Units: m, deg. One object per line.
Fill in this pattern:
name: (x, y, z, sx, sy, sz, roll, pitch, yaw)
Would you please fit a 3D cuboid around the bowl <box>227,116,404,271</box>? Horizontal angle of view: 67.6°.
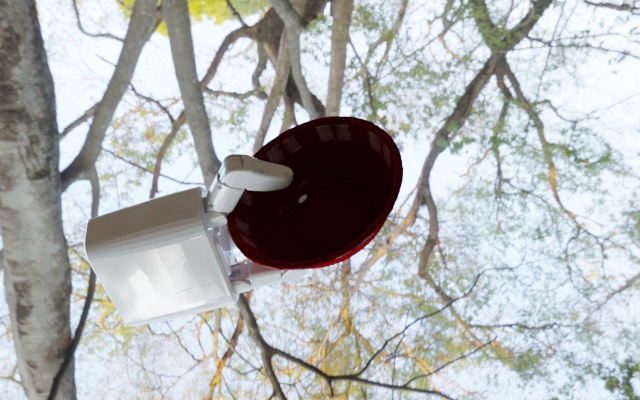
bowl: (0.001, 0.001, 0.425, 0.162, 0.162, 0.055, 0, -35, 27)
